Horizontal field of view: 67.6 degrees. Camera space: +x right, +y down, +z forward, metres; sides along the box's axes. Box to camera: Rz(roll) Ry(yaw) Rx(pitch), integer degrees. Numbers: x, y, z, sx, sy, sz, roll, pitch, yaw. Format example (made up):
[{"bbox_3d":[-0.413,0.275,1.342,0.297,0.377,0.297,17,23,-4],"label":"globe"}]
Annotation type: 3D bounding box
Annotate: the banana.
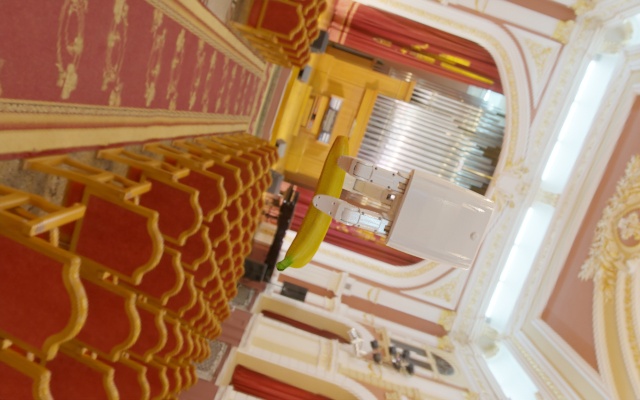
[{"bbox_3d":[-0.001,0.011,0.631,0.037,0.197,0.070,21,-16,8],"label":"banana"}]
